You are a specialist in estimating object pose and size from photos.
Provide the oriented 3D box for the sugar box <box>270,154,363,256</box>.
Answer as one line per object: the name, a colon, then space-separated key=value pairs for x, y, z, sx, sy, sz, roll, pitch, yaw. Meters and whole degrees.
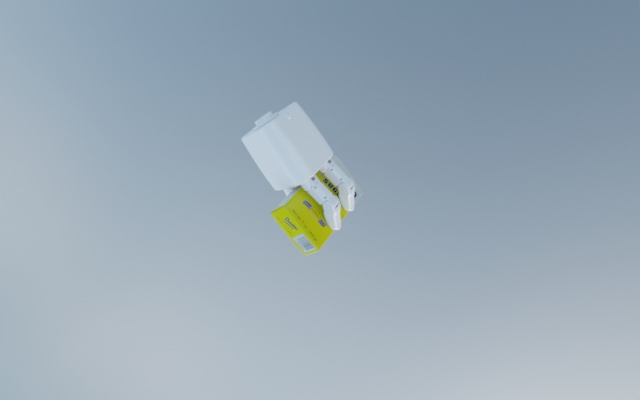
sugar box: x=0.000 y=0.002 z=0.809 sx=0.048 sy=0.093 sz=0.176 roll=-24 pitch=18 yaw=45
